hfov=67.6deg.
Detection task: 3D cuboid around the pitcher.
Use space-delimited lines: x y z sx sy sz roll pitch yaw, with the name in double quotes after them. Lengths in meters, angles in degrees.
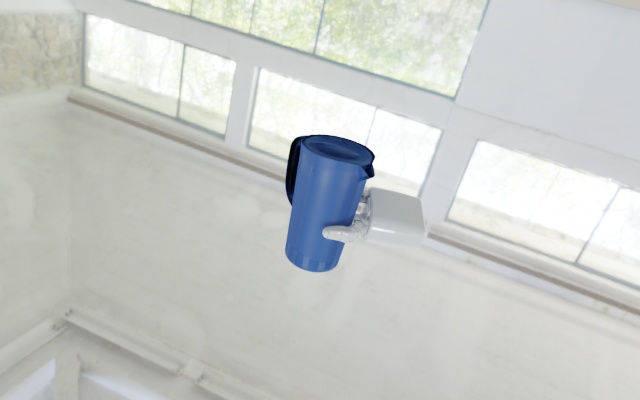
0.000 0.003 0.888 0.145 0.243 0.149 10 26 -8 "pitcher"
